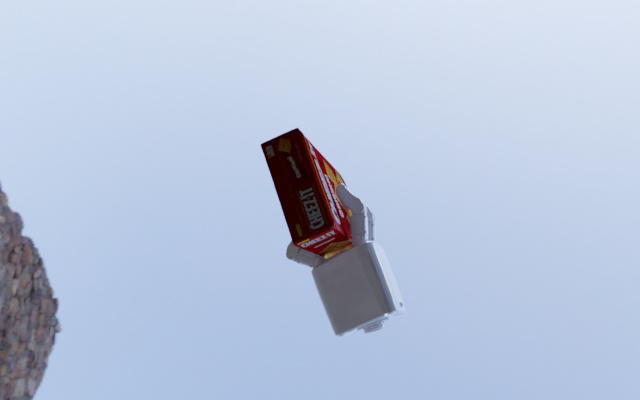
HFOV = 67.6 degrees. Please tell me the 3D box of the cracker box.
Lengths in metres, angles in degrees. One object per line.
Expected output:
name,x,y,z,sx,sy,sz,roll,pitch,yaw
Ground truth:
cracker box,0.000,0.003,0.756,0.072,0.164,0.214,-25,-21,11
